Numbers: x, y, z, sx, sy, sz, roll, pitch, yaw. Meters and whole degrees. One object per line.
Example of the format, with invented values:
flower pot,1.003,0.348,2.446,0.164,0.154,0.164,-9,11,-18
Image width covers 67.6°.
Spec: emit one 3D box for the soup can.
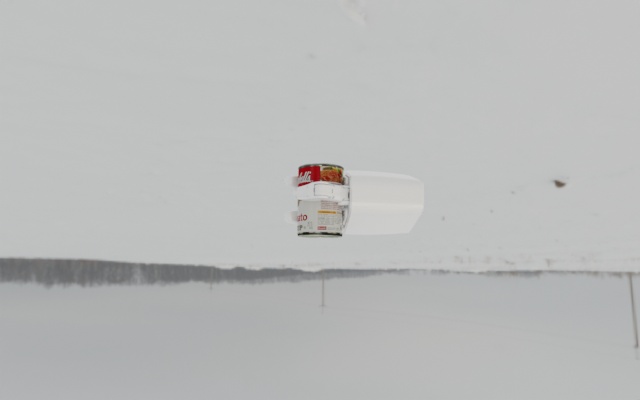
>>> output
soup can,0.000,0.003,0.700,0.068,0.102,0.068,1,-8,0
